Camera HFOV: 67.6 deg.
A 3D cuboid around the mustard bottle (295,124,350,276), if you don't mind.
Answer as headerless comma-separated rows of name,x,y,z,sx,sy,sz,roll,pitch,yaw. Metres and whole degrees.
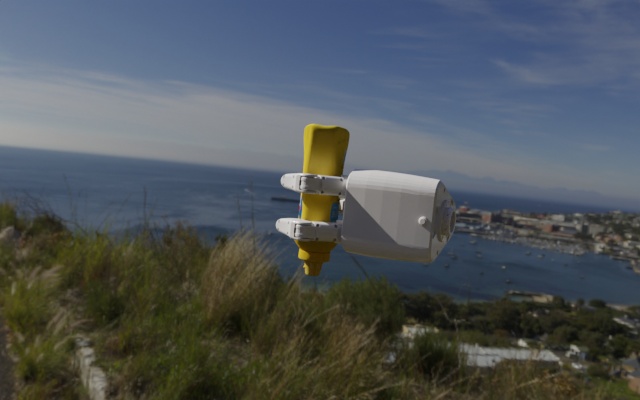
mustard bottle,0.000,0.002,0.616,0.058,0.191,0.096,6,3,3
